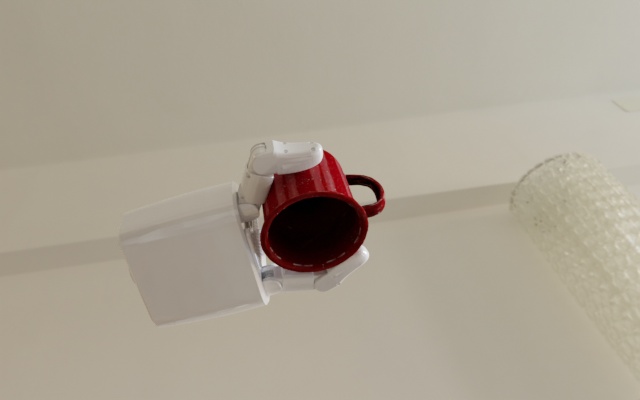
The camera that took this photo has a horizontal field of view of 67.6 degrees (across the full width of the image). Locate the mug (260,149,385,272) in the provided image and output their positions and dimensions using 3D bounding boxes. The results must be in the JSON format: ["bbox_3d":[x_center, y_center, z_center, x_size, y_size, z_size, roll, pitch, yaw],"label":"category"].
[{"bbox_3d":[0.001,0.001,0.434,0.117,0.093,0.081,-13,41,-2],"label":"mug"}]
